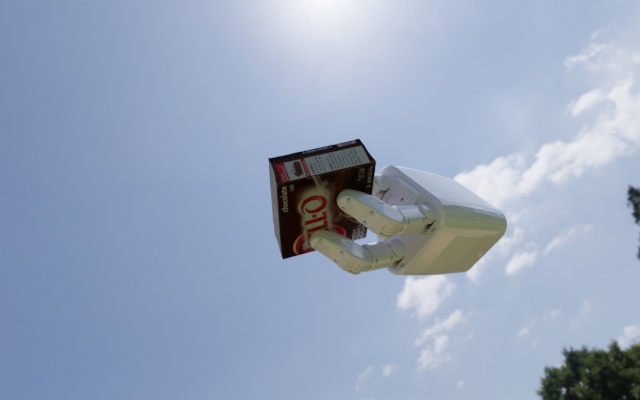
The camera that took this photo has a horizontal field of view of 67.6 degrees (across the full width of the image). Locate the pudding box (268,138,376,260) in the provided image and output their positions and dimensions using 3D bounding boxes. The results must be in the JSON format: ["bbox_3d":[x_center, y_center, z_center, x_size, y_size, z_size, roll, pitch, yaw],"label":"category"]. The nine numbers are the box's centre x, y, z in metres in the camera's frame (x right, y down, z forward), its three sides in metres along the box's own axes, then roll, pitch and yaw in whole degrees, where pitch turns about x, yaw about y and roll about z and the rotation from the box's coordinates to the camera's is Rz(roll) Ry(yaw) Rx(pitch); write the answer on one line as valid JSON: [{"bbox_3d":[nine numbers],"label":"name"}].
[{"bbox_3d":[0.000,0.001,0.449,0.090,0.039,0.114,-15,-41,-13],"label":"pudding box"}]
